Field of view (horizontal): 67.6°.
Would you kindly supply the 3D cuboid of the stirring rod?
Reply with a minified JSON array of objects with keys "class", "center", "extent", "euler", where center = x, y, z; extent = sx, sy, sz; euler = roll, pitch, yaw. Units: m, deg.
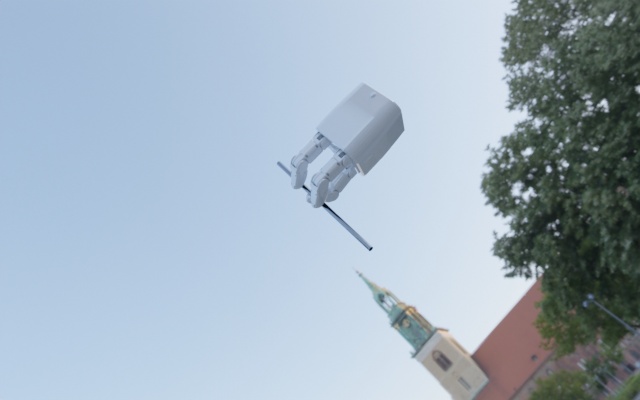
[{"class":"stirring rod","center":[0.000,0.002,0.749],"extent":[0.011,0.011,0.239],"euler":[0,34,-46]}]
